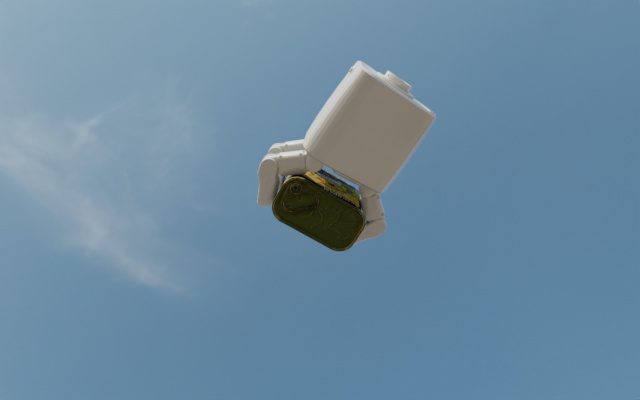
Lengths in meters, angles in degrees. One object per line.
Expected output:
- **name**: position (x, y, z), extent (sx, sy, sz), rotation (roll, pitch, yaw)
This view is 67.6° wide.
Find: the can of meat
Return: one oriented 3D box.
- **can of meat**: position (0.000, 0.002, 0.559), extent (0.102, 0.057, 0.084), rotation (29, 20, -8)
